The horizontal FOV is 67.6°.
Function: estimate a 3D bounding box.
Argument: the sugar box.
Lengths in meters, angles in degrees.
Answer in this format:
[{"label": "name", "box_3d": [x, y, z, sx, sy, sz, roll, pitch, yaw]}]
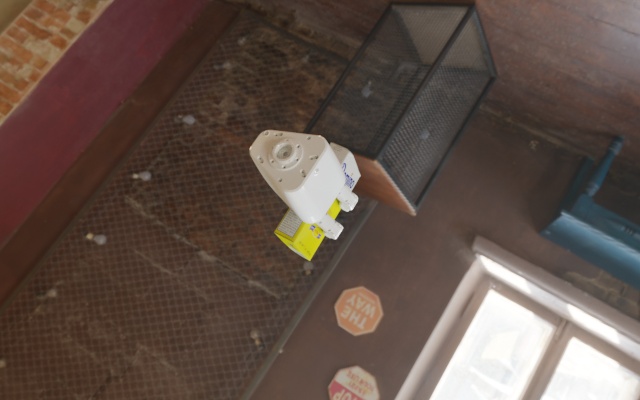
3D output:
[{"label": "sugar box", "box_3d": [0.000, 0.003, 0.781, 0.048, 0.176, 0.093, 27, -14, 25]}]
